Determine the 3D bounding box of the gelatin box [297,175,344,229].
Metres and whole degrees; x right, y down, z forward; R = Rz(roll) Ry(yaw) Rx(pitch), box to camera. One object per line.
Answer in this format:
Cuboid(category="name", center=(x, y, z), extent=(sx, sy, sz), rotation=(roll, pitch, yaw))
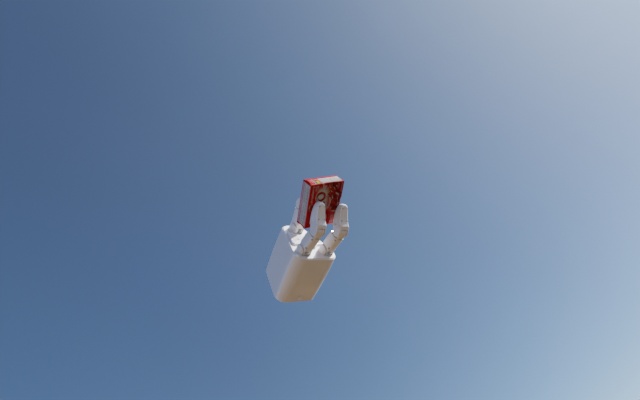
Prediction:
Cuboid(category="gelatin box", center=(0.000, 0.002, 0.860), extent=(0.073, 0.089, 0.030), rotation=(-9, 31, -34))
